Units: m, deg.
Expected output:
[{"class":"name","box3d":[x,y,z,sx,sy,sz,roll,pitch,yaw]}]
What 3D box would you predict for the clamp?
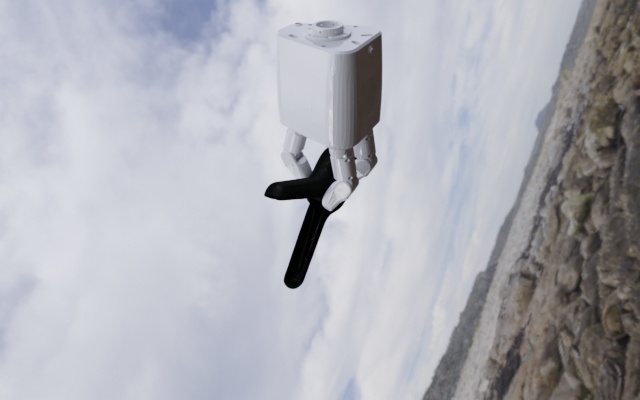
[{"class":"clamp","box3d":[0.000,0.001,0.616,0.036,0.165,0.210,17,40,23]}]
